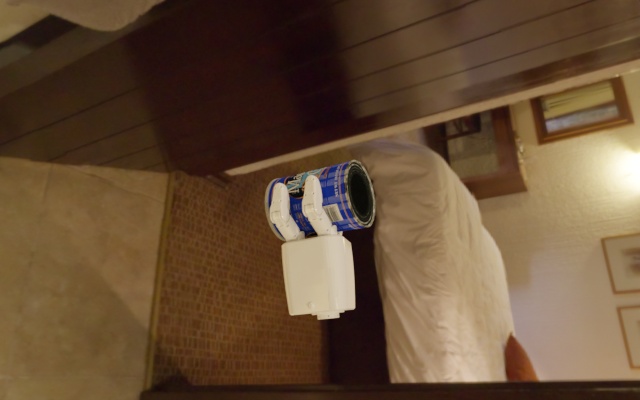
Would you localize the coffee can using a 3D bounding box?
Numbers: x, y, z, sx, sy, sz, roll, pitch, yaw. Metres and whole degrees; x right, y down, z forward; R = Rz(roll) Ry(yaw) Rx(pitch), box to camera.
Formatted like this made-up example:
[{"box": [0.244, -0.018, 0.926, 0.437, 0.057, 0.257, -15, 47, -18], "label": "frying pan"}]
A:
[{"box": [0.000, 0.002, 0.737, 0.140, 0.103, 0.103, -12, -6, 27], "label": "coffee can"}]
